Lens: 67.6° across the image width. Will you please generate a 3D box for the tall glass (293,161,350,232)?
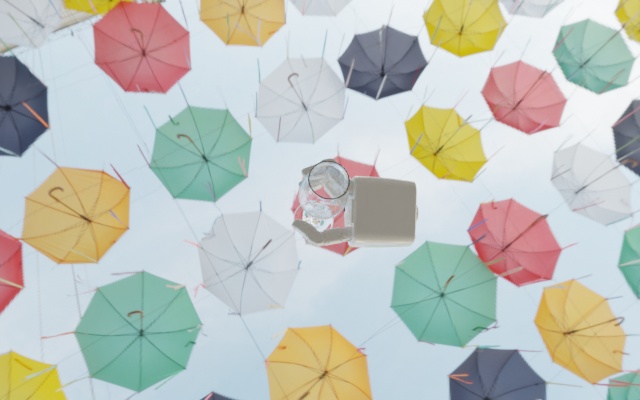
[{"bbox_3d":[0.000,0.003,0.786,0.079,0.079,0.201,0,-19,-7],"label":"tall glass"}]
